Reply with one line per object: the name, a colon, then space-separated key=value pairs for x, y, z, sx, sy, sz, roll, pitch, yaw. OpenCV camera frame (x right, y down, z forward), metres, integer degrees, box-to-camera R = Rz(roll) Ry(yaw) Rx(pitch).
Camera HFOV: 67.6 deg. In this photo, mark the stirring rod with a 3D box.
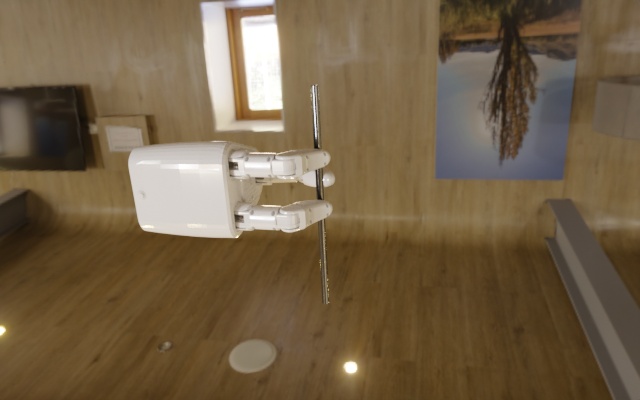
stirring rod: x=0.000 y=0.002 z=0.505 sx=0.011 sy=0.240 sz=0.011 roll=-3 pitch=18 yaw=1
